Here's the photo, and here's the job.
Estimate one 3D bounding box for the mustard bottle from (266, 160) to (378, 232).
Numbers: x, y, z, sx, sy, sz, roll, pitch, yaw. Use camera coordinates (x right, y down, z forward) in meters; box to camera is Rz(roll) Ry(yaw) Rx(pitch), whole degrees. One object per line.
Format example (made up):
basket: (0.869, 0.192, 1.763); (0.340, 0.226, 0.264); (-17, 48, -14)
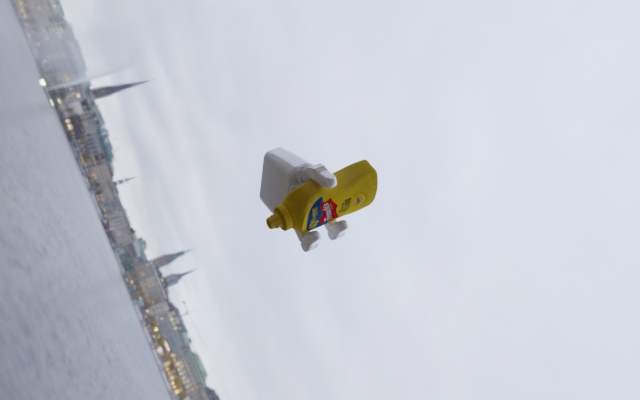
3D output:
mustard bottle: (0.001, 0.003, 0.772); (0.191, 0.058, 0.096); (-22, -32, -24)
